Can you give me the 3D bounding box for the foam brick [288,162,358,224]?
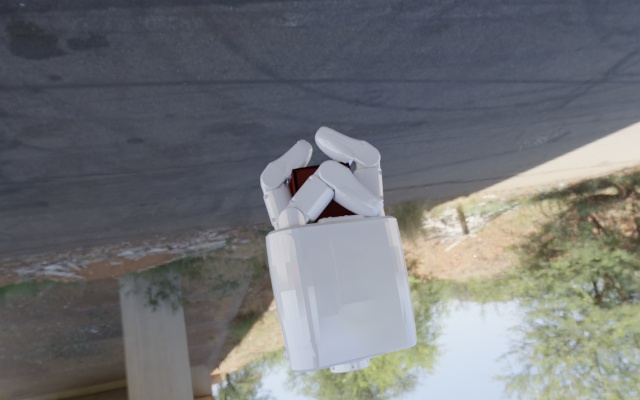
[{"bbox_3d":[0.000,0.001,0.444,0.053,0.051,0.078,-9,-11,-8],"label":"foam brick"}]
